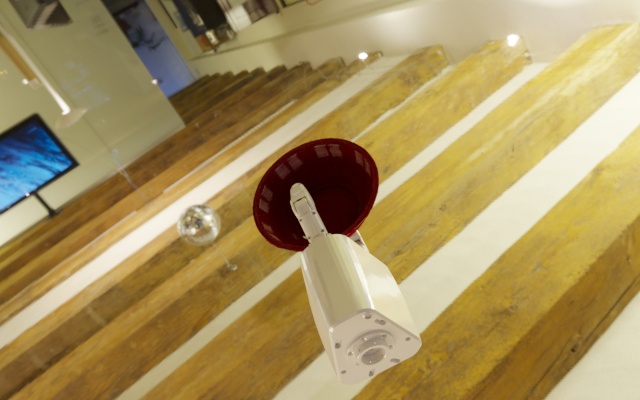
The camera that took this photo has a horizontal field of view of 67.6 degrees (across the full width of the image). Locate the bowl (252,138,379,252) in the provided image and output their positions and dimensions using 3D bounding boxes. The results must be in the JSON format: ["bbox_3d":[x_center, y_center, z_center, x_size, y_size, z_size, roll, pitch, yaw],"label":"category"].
[{"bbox_3d":[0.000,0.001,0.591,0.162,0.162,0.055,0,-32,24],"label":"bowl"}]
